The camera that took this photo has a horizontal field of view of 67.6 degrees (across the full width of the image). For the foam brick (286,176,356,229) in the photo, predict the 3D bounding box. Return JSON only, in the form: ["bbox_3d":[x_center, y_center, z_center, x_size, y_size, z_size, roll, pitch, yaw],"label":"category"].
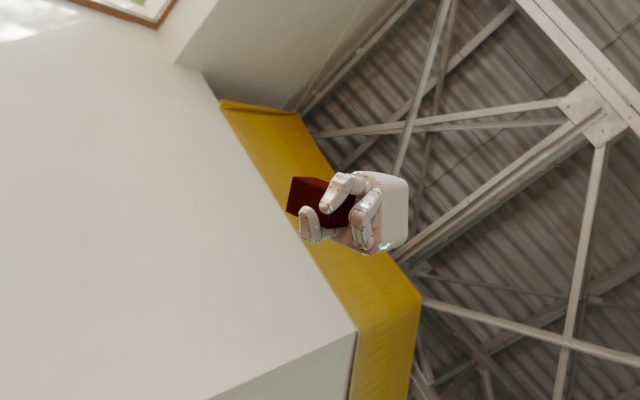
[{"bbox_3d":[0.000,0.002,0.662,0.078,0.053,0.051,22,14,31],"label":"foam brick"}]
